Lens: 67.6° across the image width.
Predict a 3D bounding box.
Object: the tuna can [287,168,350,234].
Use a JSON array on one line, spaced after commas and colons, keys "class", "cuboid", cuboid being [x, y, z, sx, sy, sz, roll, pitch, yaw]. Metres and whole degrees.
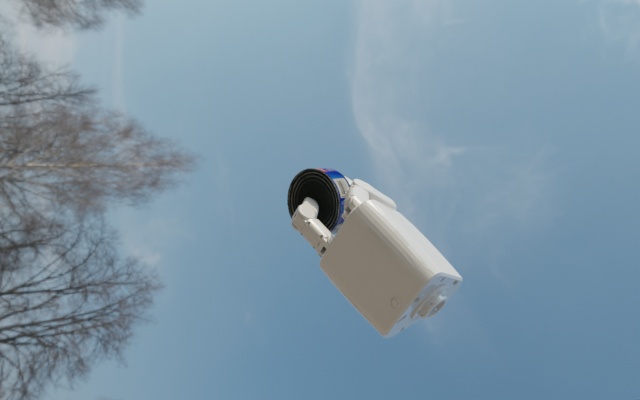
[{"class": "tuna can", "cuboid": [0.000, 0.002, 0.599, 0.086, 0.086, 0.034, 0, 5, 41]}]
